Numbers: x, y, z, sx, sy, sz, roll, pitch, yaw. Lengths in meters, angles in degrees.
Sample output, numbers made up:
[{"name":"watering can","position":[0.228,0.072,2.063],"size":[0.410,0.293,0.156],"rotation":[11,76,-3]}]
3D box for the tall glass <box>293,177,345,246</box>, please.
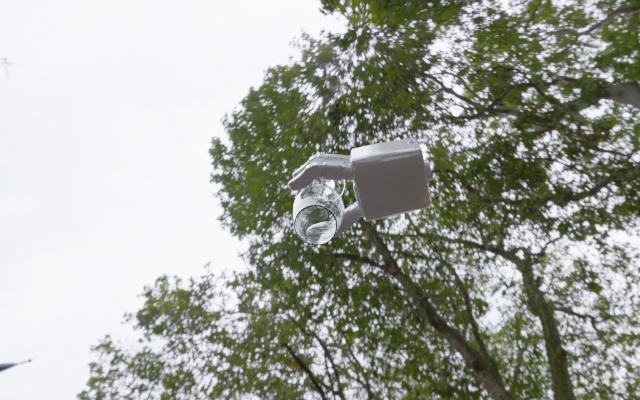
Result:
[{"name":"tall glass","position":[0.000,0.002,0.762],"size":[0.079,0.079,0.201],"rotation":[0,19,5]}]
